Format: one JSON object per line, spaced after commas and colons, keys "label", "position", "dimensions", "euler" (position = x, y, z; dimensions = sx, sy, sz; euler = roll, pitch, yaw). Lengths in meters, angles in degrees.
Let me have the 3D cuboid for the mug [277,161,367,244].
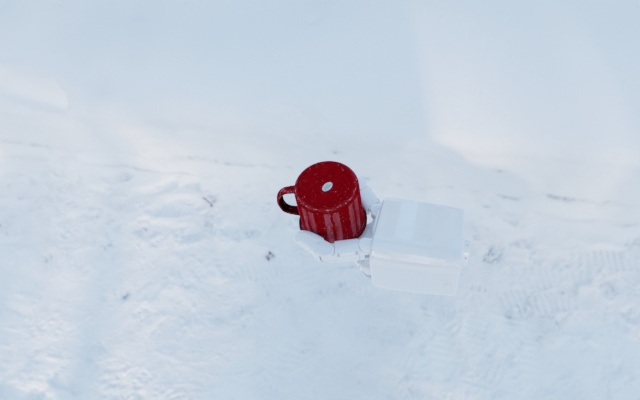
{"label": "mug", "position": [-0.001, 0.002, 0.617], "dimensions": [0.117, 0.093, 0.082], "euler": [7, -34, 14]}
